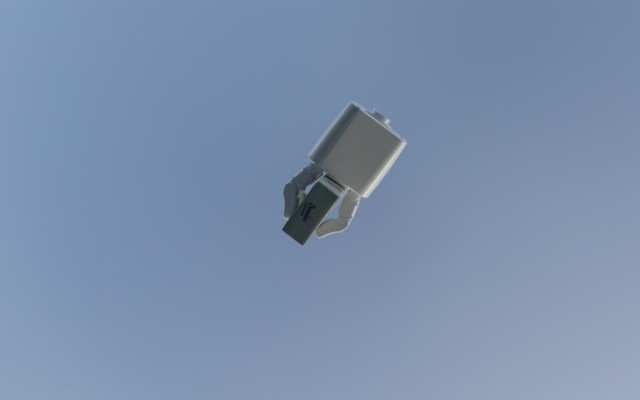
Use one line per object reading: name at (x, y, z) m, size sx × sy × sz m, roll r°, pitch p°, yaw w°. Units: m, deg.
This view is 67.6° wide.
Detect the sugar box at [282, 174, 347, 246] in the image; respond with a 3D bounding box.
sugar box at (0.000, 0.002, 0.752) m, size 0.048 × 0.093 × 0.176 m, roll 38°, pitch 14°, yaw 4°
